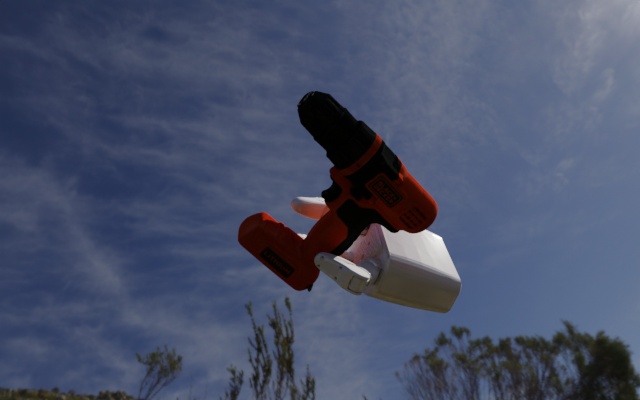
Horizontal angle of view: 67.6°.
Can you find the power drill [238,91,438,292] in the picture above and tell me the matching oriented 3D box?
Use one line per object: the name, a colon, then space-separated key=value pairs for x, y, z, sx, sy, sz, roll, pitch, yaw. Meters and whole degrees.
power drill: x=0.000 y=0.002 z=0.503 sx=0.188 sy=0.184 sz=0.057 roll=-38 pitch=18 yaw=26
